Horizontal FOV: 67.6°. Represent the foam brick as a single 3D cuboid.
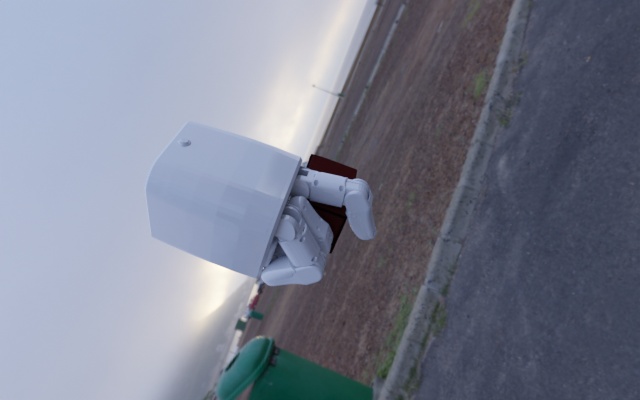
[{"bbox_3d":[0.000,0.001,0.465,0.051,0.053,0.078,19,39,-2],"label":"foam brick"}]
